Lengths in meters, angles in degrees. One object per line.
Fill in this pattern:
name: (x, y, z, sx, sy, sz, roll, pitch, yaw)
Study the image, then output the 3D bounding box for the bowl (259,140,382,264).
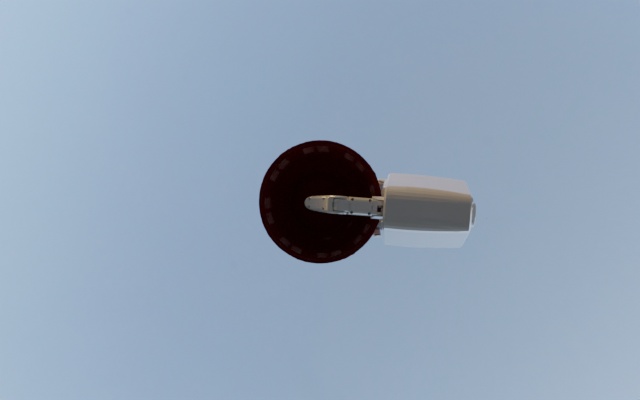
bowl: (-0.001, 0.002, 0.648, 0.162, 0.162, 0.055, 0, -1, 1)
